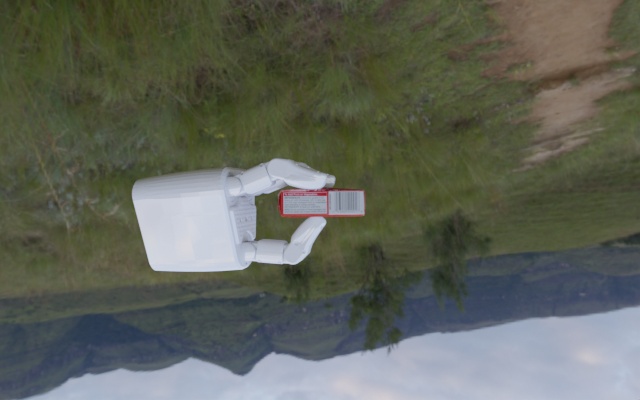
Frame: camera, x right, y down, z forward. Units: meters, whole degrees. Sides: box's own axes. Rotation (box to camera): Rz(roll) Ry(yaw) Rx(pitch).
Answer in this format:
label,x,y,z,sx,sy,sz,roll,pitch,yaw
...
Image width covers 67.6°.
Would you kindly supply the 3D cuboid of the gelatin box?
label,x,y,z,sx,sy,sz,roll,pitch,yaw
gelatin box,0.000,0.002,0.517,0.089,0.030,0.073,0,0,-2
